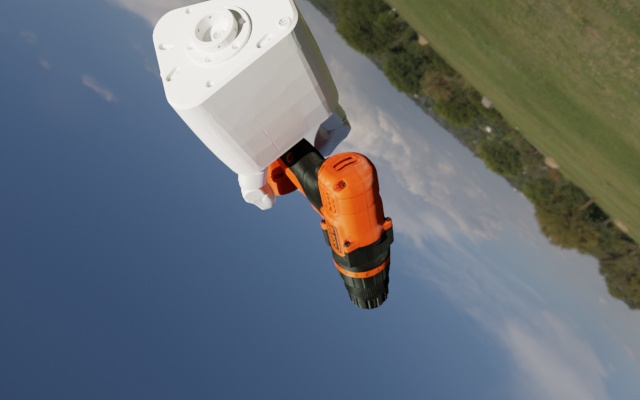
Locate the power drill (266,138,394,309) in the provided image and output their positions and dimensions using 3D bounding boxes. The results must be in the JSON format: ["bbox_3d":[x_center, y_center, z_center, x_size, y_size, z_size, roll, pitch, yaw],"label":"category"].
[{"bbox_3d":[0.000,0.001,0.468,0.057,0.185,0.187,-30,45,-19],"label":"power drill"}]
